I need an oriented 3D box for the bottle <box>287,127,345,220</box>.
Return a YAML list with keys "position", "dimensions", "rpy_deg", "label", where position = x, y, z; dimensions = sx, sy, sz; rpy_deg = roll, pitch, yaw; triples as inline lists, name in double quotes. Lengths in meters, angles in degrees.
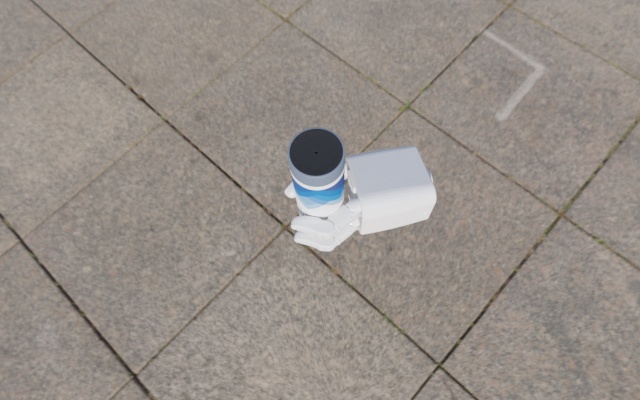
- position: [0.000, 0.002, 0.681]
  dimensions: [0.069, 0.069, 0.296]
  rpy_deg: [0, -23, 2]
  label: "bottle"
